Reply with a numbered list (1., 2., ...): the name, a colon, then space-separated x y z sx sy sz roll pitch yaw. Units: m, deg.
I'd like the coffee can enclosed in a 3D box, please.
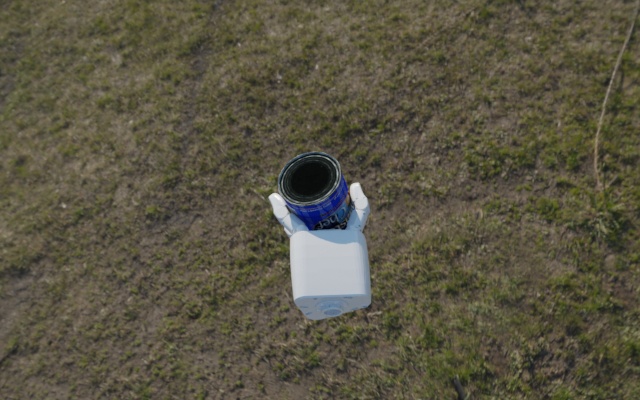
1. coffee can: 0.000 0.002 0.788 0.103 0.102 0.140 0 -33 18
